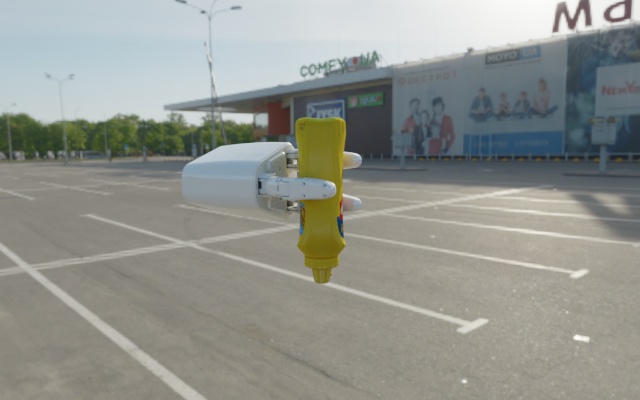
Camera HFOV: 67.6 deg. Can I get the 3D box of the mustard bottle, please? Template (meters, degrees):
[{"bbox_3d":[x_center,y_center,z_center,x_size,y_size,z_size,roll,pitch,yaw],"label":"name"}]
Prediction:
[{"bbox_3d":[0.000,0.002,0.556,0.058,0.191,0.096,0,6,-2],"label":"mustard bottle"}]
